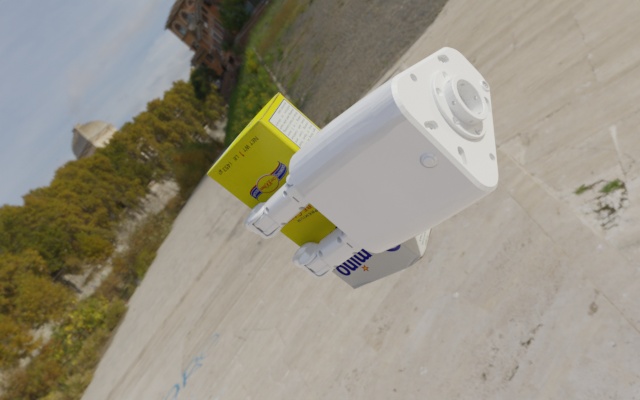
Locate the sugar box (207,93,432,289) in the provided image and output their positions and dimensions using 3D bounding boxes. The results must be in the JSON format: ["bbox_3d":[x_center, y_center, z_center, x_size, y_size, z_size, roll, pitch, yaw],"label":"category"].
[{"bbox_3d":[0.000,0.002,0.409,0.176,0.048,0.093,41,-43,-14],"label":"sugar box"}]
